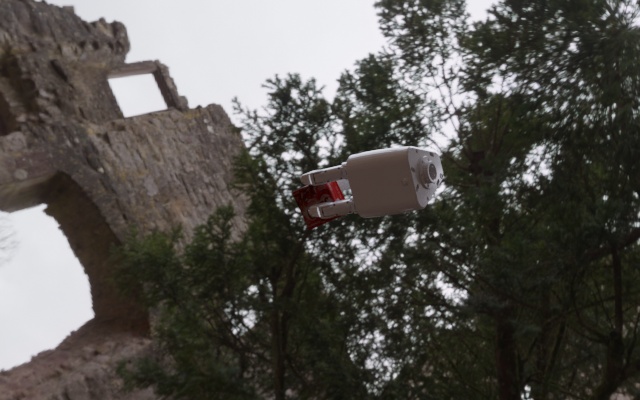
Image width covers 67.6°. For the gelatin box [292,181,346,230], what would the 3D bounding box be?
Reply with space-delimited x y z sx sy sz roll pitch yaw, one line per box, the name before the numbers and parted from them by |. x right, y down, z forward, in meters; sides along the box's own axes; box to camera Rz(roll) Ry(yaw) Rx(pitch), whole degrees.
gelatin box | 0.000 0.003 0.813 0.030 0.073 0.089 -25 0 -44
